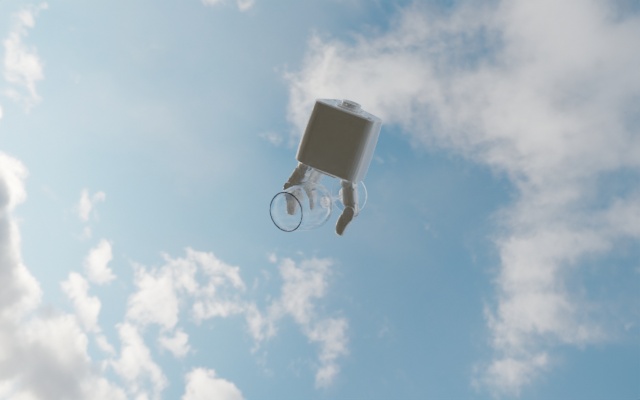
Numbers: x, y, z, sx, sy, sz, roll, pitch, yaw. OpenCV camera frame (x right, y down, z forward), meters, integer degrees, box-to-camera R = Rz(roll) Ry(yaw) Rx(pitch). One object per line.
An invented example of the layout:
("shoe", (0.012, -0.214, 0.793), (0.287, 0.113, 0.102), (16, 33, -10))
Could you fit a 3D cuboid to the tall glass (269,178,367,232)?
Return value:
("tall glass", (0.000, 0.003, 0.799), (0.079, 0.079, 0.201), (0, 9, 33))
